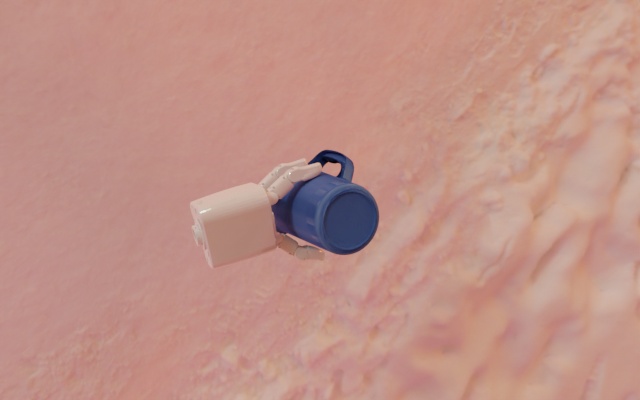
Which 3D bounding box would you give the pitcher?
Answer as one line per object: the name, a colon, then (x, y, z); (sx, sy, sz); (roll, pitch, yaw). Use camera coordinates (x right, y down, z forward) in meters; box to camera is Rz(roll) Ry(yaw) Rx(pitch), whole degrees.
pitcher: (0.000, 0.003, 0.801); (0.145, 0.149, 0.243); (-15, 14, -21)
